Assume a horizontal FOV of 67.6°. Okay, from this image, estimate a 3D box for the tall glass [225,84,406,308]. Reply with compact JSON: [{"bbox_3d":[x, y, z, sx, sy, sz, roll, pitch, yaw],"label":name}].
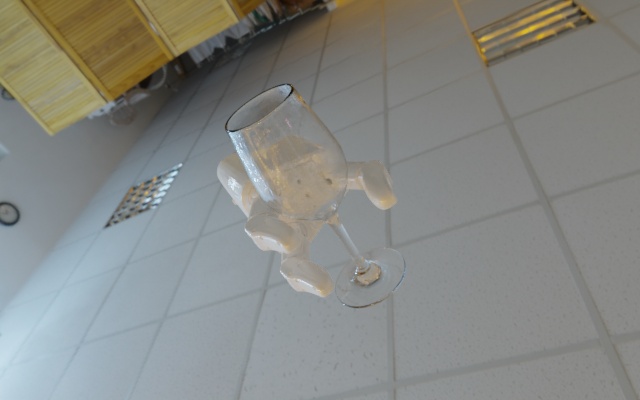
[{"bbox_3d":[0.001,0.002,0.412,0.079,0.201,0.079,-24,31,15],"label":"tall glass"}]
